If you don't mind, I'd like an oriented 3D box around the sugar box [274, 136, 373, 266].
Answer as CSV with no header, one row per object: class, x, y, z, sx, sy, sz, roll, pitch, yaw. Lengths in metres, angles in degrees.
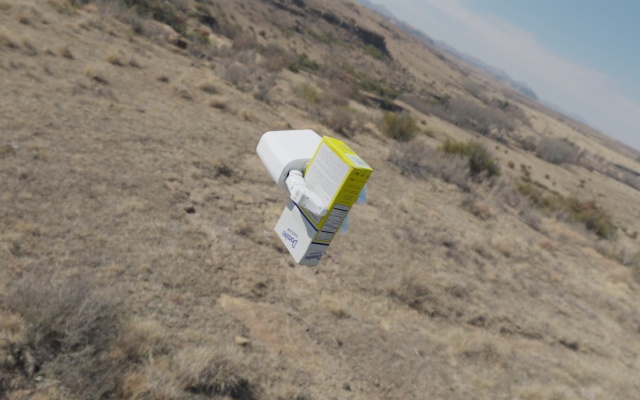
sugar box,0.001,0.002,0.723,0.048,0.176,0.093,9,29,-38
